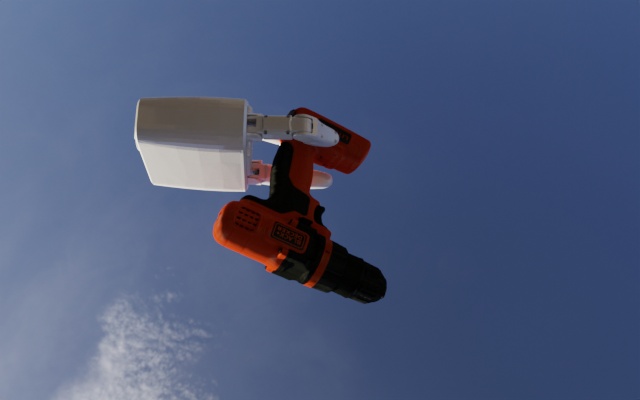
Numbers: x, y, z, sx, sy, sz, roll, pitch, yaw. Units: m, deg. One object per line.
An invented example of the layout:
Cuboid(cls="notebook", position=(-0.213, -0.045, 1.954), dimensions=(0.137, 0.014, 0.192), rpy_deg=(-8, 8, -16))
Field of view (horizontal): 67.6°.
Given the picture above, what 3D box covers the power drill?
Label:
Cuboid(cls="power drill", position=(0.000, 0.001, 0.509), dimensions=(0.184, 0.187, 0.057), rpy_deg=(26, -38, -14))
